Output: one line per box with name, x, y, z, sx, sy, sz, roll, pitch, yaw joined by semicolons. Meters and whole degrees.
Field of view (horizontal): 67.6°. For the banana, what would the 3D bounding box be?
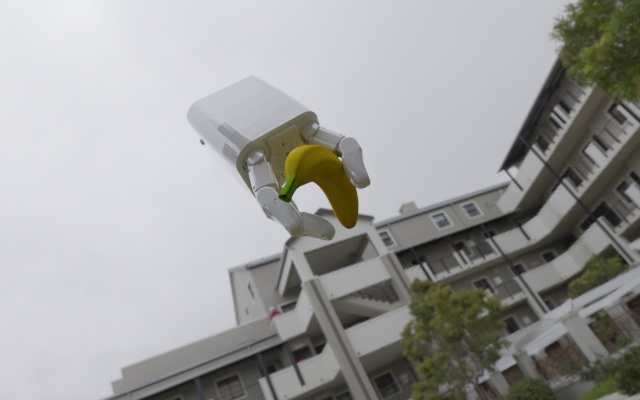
banana;0.005;-0.016;0.515;0.037;0.069;0.198;18;-3;26
